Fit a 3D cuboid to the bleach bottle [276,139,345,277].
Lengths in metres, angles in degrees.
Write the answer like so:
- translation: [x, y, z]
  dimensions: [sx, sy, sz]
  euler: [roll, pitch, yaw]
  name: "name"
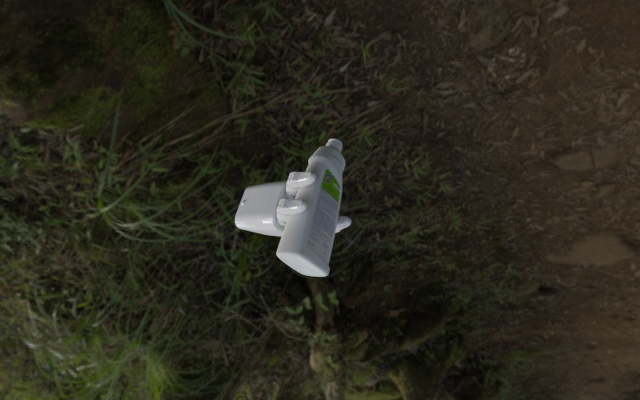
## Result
- translation: [0.000, 0.003, 0.866]
  dimensions: [0.068, 0.250, 0.103]
  euler: [-3, -31, 36]
  name: "bleach bottle"
